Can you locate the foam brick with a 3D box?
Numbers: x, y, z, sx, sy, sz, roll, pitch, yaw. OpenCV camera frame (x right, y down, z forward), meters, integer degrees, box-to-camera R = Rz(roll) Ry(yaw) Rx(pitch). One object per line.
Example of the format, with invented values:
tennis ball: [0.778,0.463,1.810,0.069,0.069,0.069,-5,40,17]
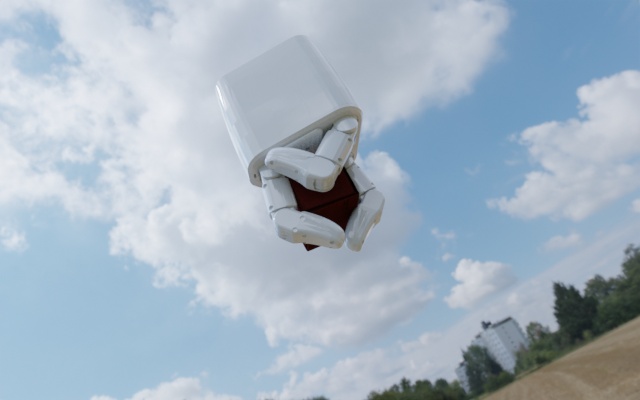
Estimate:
foam brick: [0.000,0.002,0.444,0.053,0.051,0.078,-22,-28,-13]
